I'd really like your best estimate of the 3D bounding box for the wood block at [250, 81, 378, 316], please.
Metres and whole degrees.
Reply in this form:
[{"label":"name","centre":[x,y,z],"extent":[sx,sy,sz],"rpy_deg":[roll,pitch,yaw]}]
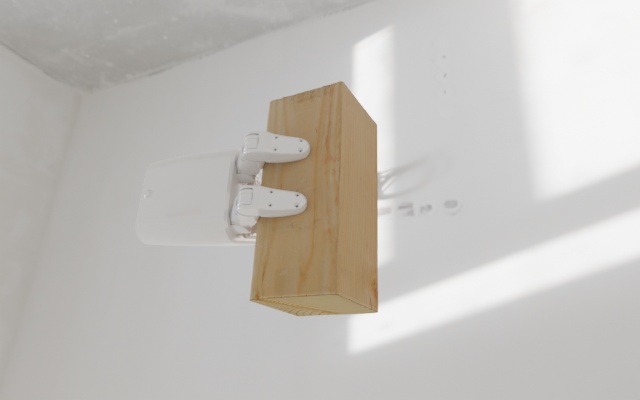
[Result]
[{"label":"wood block","centre":[0.000,0.002,0.471],"extent":[0.090,0.206,0.091],"rpy_deg":[-9,-25,27]}]
